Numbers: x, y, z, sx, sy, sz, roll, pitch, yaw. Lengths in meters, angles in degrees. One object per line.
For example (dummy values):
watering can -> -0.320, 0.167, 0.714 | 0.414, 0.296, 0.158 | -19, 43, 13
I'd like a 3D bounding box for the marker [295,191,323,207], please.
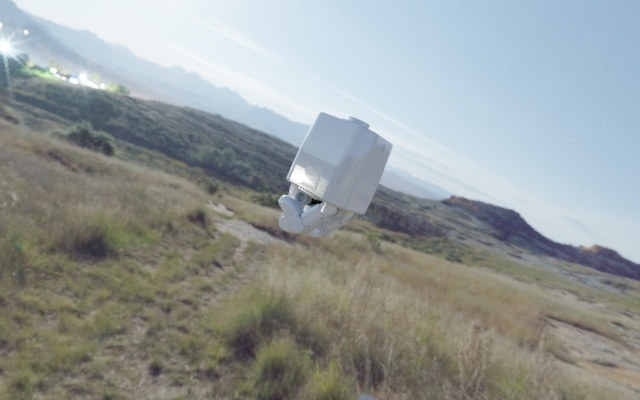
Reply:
marker -> 0.000, 0.002, 0.693 | 0.020, 0.020, 0.121 | 0, -7, 26
